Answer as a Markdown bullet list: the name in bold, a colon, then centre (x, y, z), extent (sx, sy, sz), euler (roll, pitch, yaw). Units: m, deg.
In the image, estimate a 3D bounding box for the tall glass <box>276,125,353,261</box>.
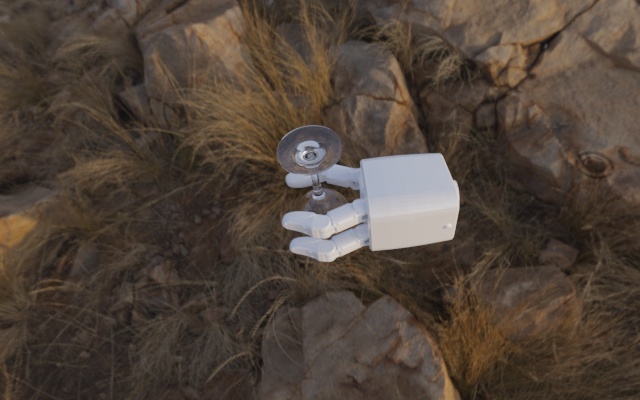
- **tall glass**: centre (0.000, 0.002, 0.607), extent (0.079, 0.079, 0.201), euler (0, -36, 8)
